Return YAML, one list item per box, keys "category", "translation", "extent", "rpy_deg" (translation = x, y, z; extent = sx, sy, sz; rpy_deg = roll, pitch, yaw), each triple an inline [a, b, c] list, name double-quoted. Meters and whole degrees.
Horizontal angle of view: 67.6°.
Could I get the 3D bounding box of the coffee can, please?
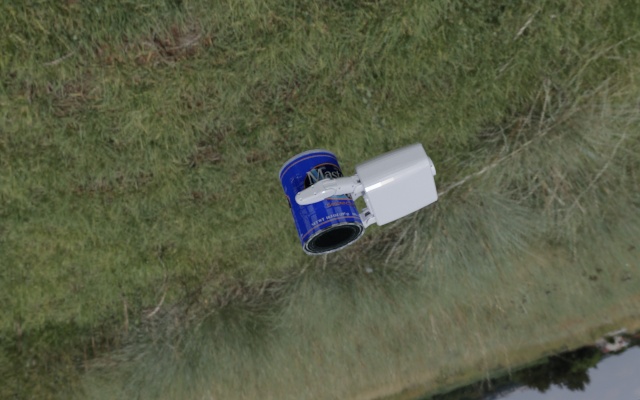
- category: "coffee can"
  translation: [0.000, 0.002, 0.773]
  extent: [0.103, 0.140, 0.103]
  rpy_deg: [-16, -27, -8]
